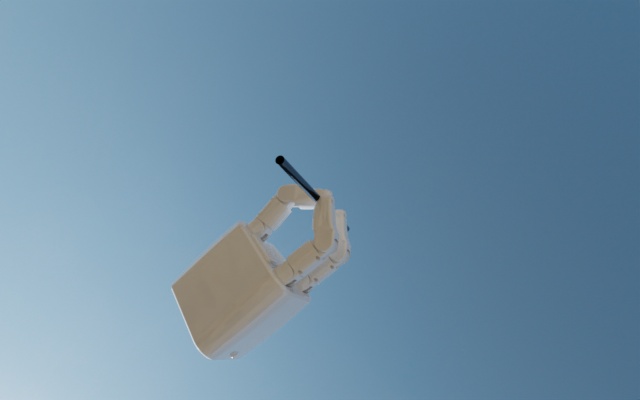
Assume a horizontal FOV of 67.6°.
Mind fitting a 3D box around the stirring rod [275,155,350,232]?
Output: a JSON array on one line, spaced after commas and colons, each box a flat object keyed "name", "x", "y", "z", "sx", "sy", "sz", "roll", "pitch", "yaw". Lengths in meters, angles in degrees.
[{"name": "stirring rod", "x": 0.000, "y": 0.002, "z": 0.497, "sx": 0.011, "sy": 0.011, "sz": 0.240, "roll": 0, "pitch": -17, "yaw": 17}]
